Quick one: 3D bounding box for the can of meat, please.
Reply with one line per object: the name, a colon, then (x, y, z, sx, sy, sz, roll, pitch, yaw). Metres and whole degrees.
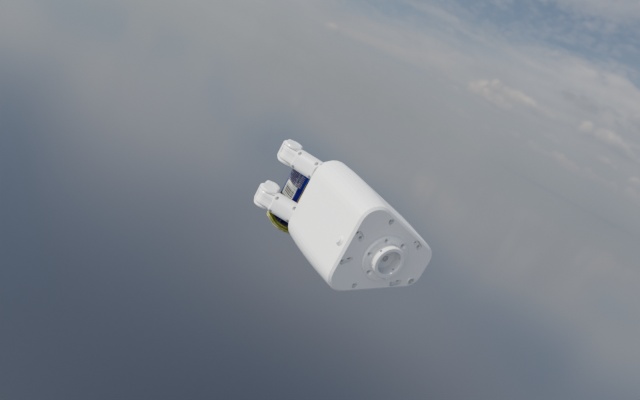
can of meat: (0.000, 0.002, 0.578, 0.102, 0.084, 0.057, 20, 16, -29)
